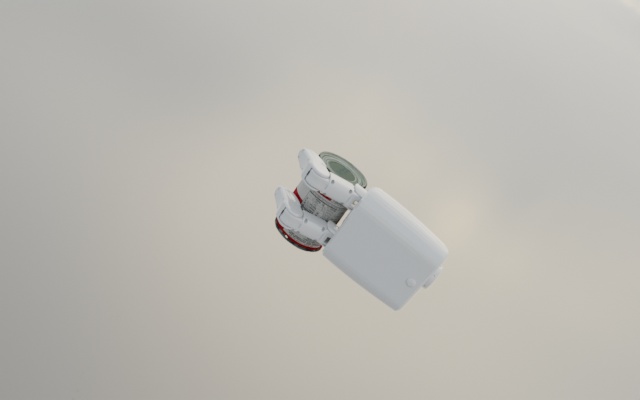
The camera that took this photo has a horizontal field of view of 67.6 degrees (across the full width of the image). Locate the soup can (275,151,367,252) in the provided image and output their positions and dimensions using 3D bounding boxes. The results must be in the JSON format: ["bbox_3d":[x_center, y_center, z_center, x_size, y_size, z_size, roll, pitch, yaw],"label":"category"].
[{"bbox_3d":[0.000,0.001,0.564,0.068,0.102,0.068,29,25,-15],"label":"soup can"}]
